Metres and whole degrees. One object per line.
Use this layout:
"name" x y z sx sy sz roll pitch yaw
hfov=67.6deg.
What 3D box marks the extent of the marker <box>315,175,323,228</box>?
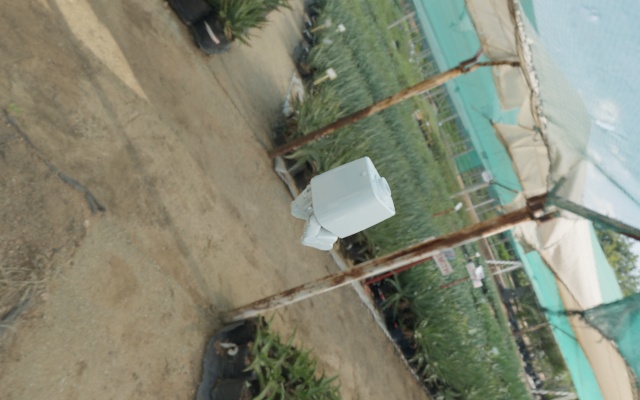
"marker" 0.000 0.003 0.885 0.020 0.121 0.020 -4 -41 -3
